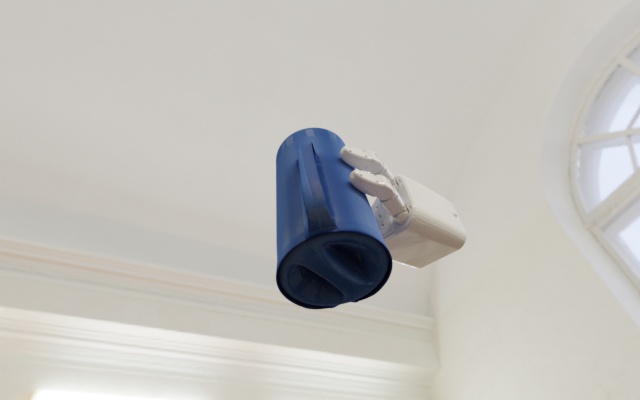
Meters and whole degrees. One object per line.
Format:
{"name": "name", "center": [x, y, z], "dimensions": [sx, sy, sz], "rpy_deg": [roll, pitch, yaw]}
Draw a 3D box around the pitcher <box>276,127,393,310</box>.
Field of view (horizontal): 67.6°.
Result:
{"name": "pitcher", "center": [0.000, 0.002, 0.617], "dimensions": [0.145, 0.149, 0.242], "rpy_deg": [21, 34, -25]}
